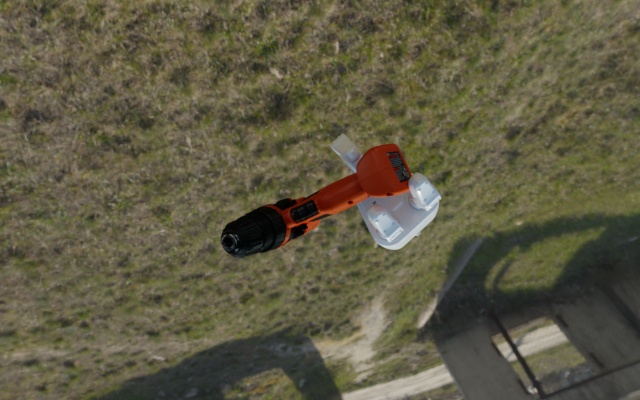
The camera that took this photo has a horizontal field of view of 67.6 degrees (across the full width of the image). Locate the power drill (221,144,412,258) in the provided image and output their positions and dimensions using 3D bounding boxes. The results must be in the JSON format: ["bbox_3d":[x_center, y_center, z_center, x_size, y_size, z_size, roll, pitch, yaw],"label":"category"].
[{"bbox_3d":[0.001,0.002,0.532,0.188,0.057,0.184,-25,-1,26],"label":"power drill"}]
